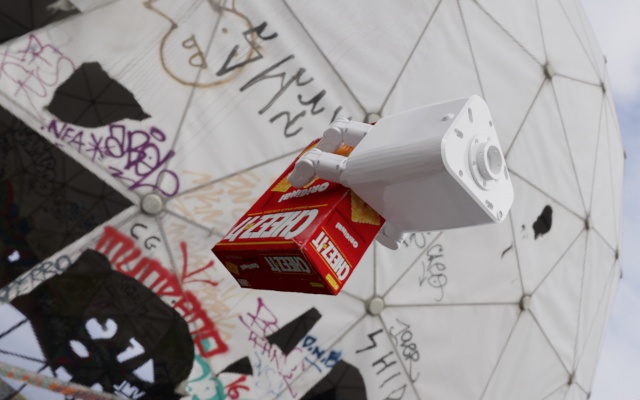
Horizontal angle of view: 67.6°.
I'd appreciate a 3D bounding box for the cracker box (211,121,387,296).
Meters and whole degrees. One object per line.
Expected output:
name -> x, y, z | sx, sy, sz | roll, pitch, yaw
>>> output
cracker box -> 0.000, 0.002, 0.539 | 0.164, 0.072, 0.213 | -8, 34, 48
